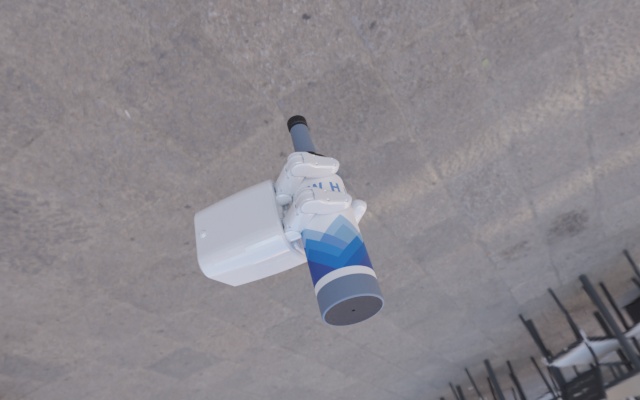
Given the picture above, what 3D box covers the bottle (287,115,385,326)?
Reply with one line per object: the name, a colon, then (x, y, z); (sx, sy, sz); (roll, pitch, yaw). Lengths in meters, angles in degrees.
bottle: (0.000, 0.002, 0.576); (0.069, 0.295, 0.069); (-10, -38, -8)
